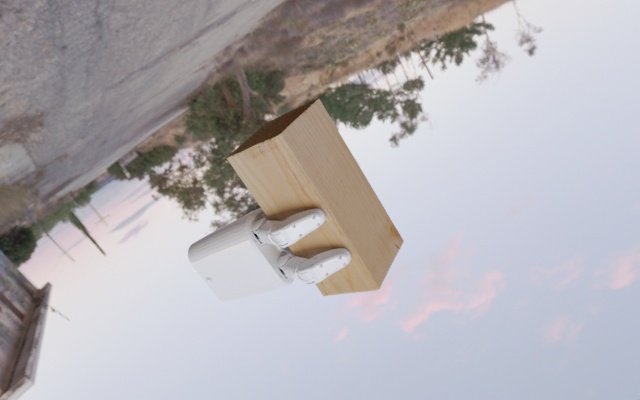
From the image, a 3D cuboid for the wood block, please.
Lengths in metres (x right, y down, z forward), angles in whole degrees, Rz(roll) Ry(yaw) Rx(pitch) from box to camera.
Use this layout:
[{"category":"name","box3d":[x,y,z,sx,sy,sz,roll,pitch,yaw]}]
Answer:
[{"category":"wood block","box3d":[0.000,0.002,0.556,0.090,0.206,0.090,-16,25,40]}]
